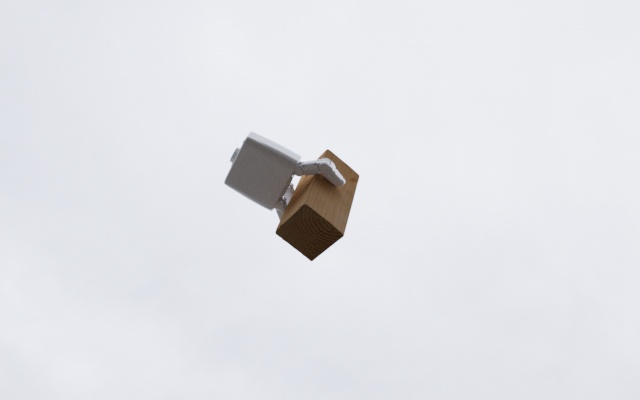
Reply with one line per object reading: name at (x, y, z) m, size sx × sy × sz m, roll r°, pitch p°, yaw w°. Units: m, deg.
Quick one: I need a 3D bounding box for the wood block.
wood block at (0.000, 0.002, 0.897) m, size 0.091 × 0.090 × 0.206 m, roll -42°, pitch 15°, yaw 32°
